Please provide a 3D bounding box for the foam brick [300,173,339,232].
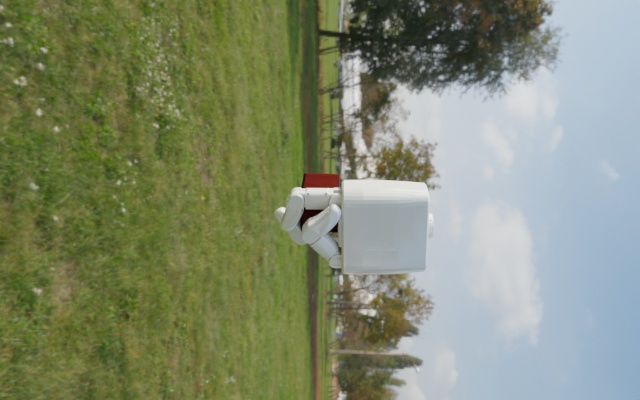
[{"bbox_3d":[0.000,0.002,0.654,0.051,0.053,0.078,0,29,3],"label":"foam brick"}]
